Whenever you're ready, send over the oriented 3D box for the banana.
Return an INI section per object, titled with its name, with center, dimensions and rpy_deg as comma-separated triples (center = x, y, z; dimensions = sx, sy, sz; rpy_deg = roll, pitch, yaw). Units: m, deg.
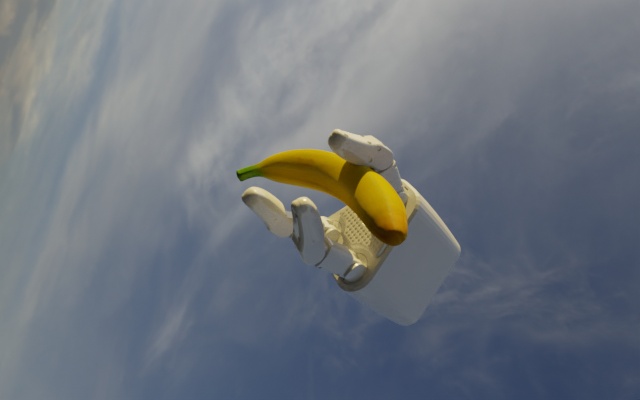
[banana]
center = 0.010, -0.011, 0.413
dimensions = 0.197, 0.037, 0.069
rpy_deg = 20, 55, 44
